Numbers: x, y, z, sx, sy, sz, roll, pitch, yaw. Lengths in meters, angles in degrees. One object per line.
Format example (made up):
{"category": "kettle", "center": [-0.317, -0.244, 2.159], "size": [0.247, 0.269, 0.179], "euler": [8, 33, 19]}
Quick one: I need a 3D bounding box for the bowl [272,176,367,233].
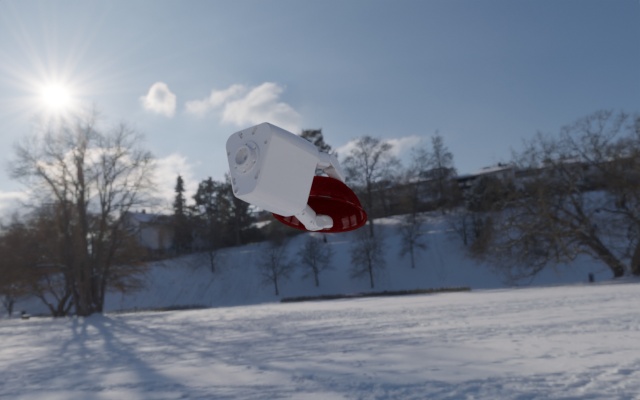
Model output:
{"category": "bowl", "center": [0.001, 0.003, 0.810], "size": [0.162, 0.055, 0.162], "euler": [5, -24, 2]}
